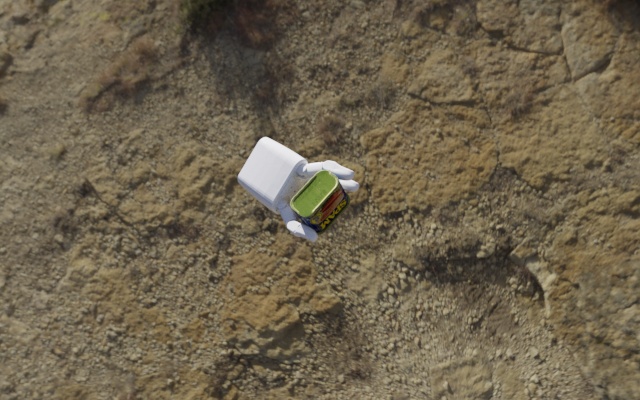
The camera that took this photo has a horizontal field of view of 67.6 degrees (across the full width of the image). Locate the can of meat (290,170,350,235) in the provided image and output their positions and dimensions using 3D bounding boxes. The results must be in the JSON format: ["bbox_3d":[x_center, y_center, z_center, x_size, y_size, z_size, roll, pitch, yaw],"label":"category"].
[{"bbox_3d":[0.000,0.003,0.873,0.057,0.102,0.084,38,-9,28],"label":"can of meat"}]
